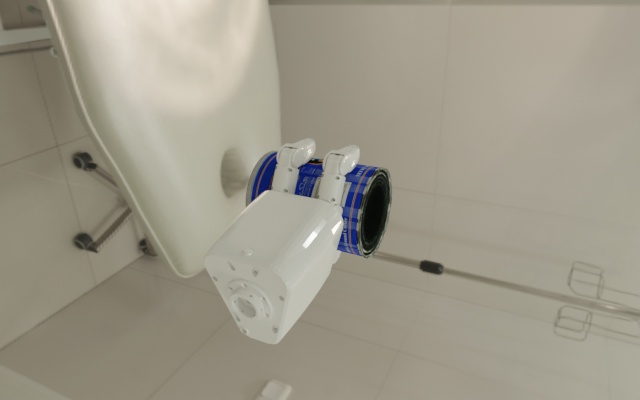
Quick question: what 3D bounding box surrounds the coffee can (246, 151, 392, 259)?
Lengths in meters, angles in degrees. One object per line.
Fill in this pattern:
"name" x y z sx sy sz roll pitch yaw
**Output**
"coffee can" 0.000 0.002 0.555 0.140 0.103 0.103 11 4 24
